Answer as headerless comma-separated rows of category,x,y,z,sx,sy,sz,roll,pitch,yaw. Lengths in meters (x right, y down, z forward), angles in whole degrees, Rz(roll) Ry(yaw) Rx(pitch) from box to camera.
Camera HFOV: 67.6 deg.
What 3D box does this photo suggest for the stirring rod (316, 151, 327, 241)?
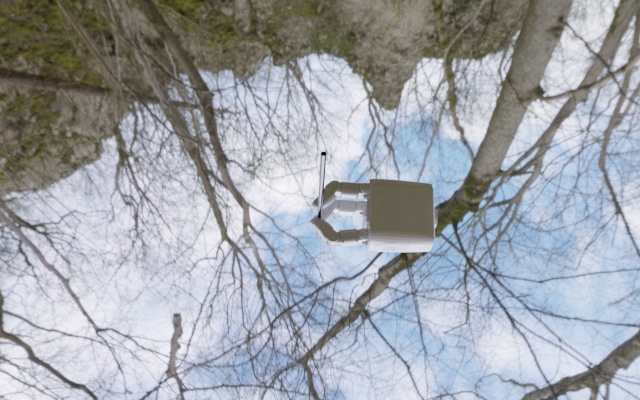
stirring rod,0.000,0.002,0.743,0.011,0.011,0.240,0,-33,-2
